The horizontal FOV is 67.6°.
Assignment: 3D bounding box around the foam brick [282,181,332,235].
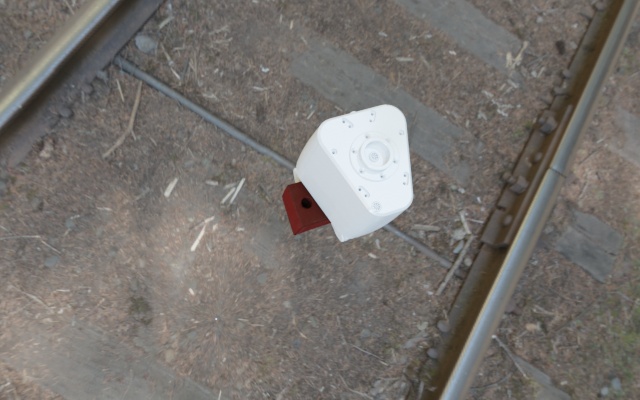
[{"bbox_3d":[0.000,0.002,0.564,0.078,0.053,0.051,-18,-9,-15],"label":"foam brick"}]
